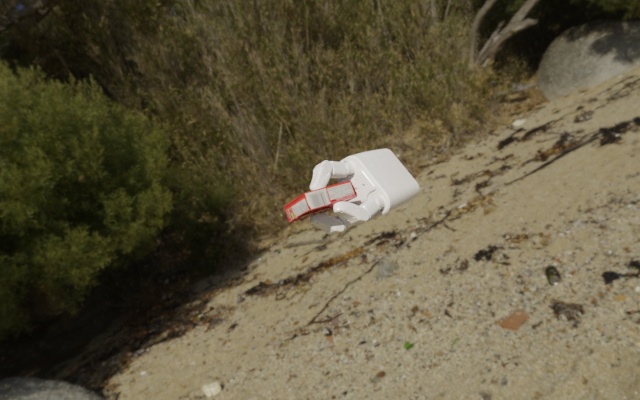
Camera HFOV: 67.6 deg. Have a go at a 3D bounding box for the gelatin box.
[{"bbox_3d":[0.000,0.002,0.727,0.089,0.030,0.073,-16,-8,-33],"label":"gelatin box"}]
